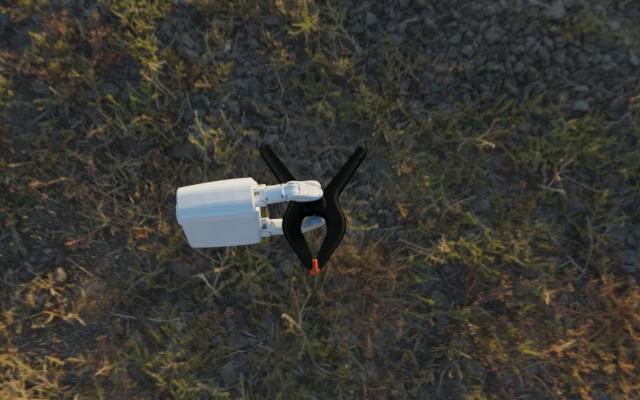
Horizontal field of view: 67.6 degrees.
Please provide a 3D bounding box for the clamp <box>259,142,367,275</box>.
[{"bbox_3d":[0.000,0.003,0.712,0.164,0.210,0.036,-7,-16,-4],"label":"clamp"}]
